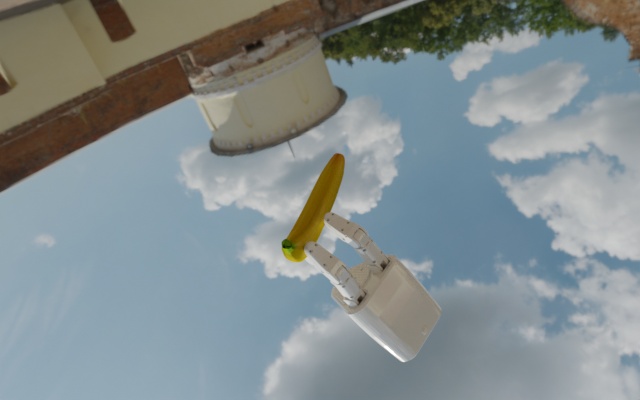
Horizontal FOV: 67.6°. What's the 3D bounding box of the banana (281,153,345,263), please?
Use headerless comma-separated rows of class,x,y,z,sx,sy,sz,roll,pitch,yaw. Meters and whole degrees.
banana,-0.007,0.016,0.621,0.037,0.070,0.197,26,44,1
